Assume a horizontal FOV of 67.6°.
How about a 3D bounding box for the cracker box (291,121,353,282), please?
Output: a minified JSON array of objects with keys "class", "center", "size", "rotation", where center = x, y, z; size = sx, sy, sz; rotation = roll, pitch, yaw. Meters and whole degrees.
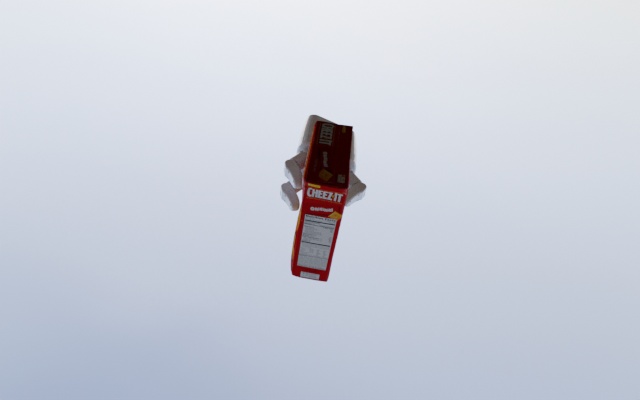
[{"class":"cracker box","center":[0.000,0.003,0.793],"size":[0.072,0.214,0.164],"rotation":[9,42,-1]}]
